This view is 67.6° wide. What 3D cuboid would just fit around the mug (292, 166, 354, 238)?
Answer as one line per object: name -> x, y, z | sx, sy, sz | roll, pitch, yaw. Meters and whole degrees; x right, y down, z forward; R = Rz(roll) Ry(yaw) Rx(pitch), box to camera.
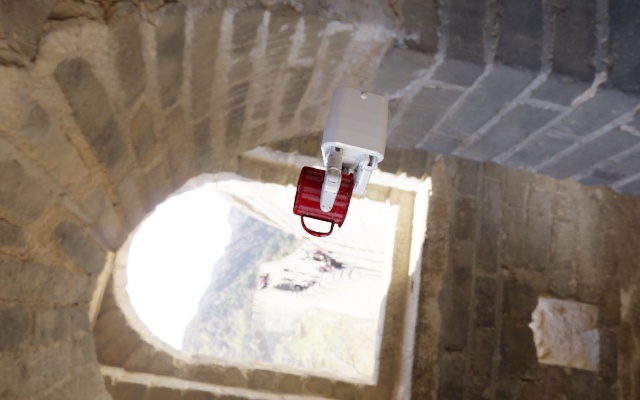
mug -> 0.000, 0.004, 0.763 | 0.081, 0.117, 0.093 | 12, -20, -7
